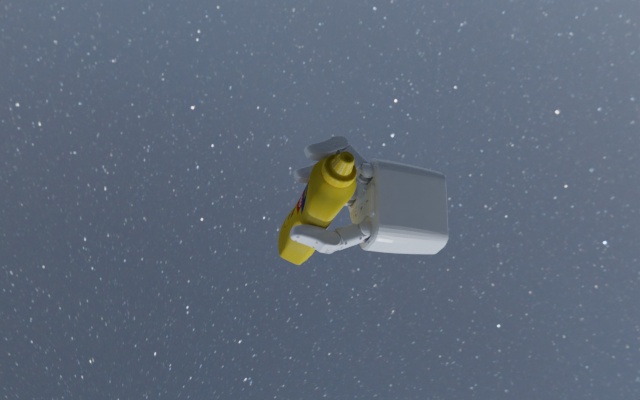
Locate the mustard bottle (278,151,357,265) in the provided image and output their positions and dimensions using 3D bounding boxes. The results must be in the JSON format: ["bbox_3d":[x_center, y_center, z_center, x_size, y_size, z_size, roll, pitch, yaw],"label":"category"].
[{"bbox_3d":[0.000,0.002,0.611,0.058,0.096,0.192,27,-38,-4],"label":"mustard bottle"}]
